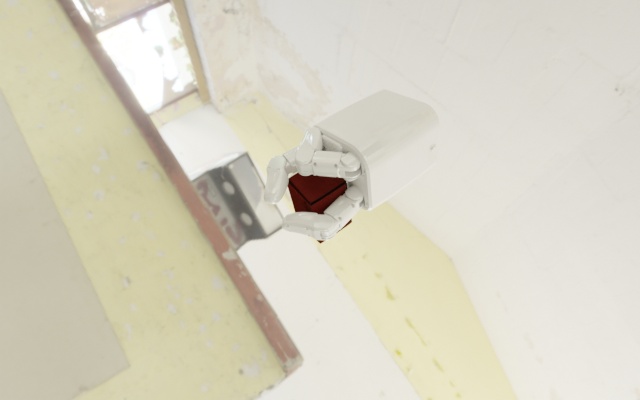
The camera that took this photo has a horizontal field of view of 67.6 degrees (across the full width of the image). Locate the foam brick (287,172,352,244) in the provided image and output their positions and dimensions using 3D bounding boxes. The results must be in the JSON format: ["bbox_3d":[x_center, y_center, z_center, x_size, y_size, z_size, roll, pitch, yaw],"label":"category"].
[{"bbox_3d":[0.000,0.002,0.565,0.051,0.078,0.053,-33,54,-17],"label":"foam brick"}]
